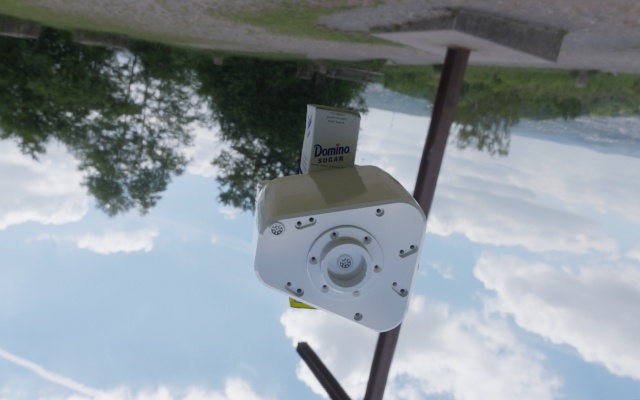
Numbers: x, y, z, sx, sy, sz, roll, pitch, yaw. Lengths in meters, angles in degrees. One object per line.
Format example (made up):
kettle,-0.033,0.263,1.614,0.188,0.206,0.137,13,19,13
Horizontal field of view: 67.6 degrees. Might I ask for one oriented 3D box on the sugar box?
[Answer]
sugar box,0.001,0.002,0.445,0.048,0.176,0.093,8,13,-8
